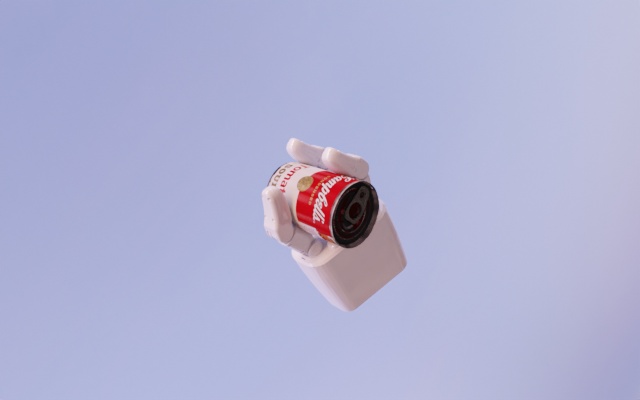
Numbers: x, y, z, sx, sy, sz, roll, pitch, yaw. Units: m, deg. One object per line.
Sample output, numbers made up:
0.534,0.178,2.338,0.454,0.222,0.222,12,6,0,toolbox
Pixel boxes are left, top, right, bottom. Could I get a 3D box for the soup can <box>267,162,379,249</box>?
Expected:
0.000,0.001,0.493,0.068,0.068,0.102,0,14,-45,soup can
